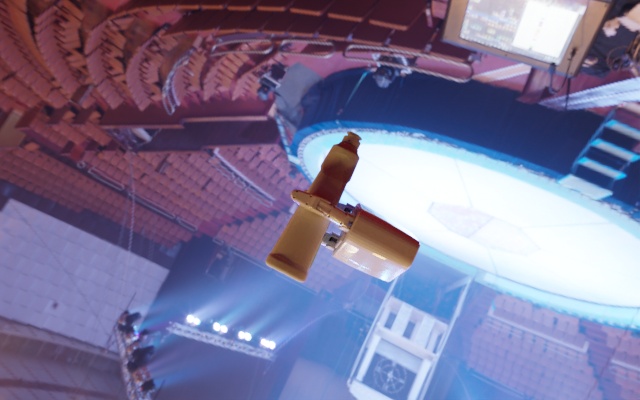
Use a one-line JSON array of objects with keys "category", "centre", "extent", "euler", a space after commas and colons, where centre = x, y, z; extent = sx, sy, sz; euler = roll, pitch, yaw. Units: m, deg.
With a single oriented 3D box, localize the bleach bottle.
[{"category": "bleach bottle", "centre": [0.000, 0.002, 0.752], "extent": [0.068, 0.251, 0.102], "euler": [27, -10, -1]}]
